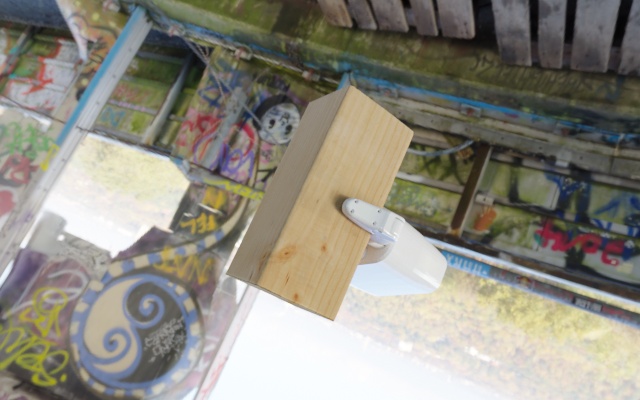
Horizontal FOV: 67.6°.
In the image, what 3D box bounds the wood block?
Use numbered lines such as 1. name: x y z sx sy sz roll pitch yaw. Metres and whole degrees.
1. wood block: 0.000 0.002 0.482 0.090 0.206 0.091 31 -15 -25
